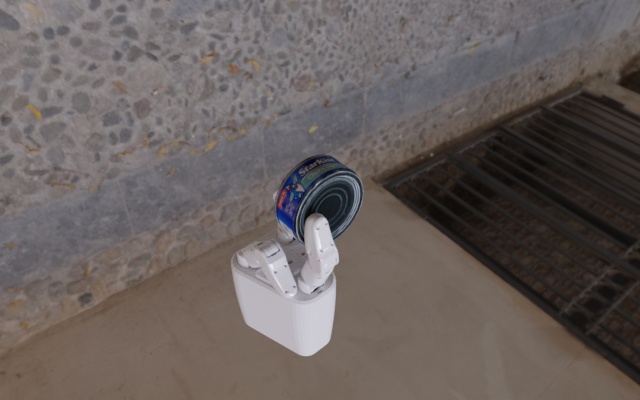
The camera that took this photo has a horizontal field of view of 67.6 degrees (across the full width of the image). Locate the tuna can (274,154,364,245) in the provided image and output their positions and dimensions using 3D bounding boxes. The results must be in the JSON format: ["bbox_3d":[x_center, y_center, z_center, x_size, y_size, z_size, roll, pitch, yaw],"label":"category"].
[{"bbox_3d":[0.000,0.002,0.459,0.086,0.086,0.033,0,28,-45],"label":"tuna can"}]
